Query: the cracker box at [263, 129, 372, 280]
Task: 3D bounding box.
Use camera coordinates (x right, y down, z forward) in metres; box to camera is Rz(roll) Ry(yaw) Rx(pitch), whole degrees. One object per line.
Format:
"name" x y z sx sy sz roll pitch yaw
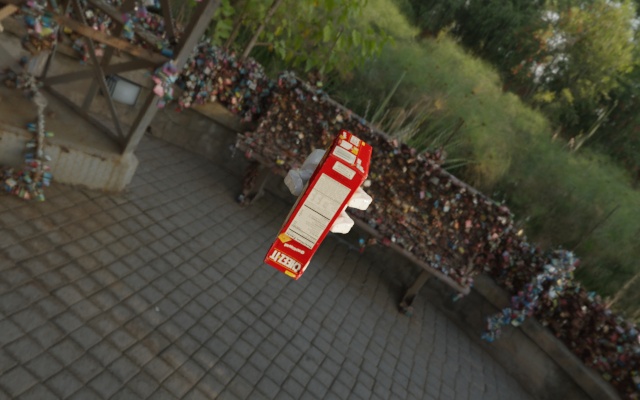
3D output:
"cracker box" 0.000 0.002 0.792 0.072 0.214 0.164 31 23 -4
